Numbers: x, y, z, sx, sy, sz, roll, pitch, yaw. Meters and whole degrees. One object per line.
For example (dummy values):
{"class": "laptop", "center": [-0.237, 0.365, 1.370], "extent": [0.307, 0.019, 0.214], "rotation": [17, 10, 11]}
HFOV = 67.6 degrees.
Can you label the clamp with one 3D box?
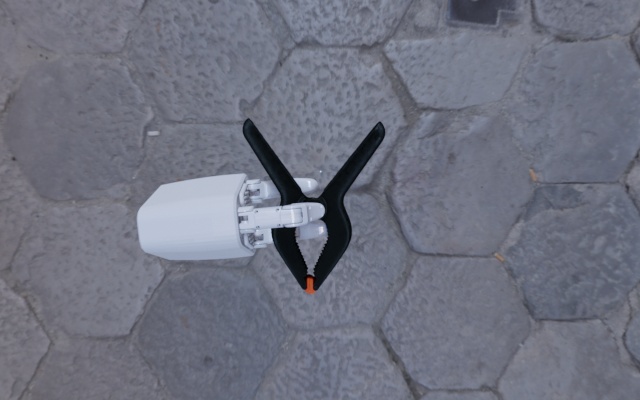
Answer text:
{"class": "clamp", "center": [0.000, 0.002, 0.559], "extent": [0.164, 0.210, 0.036], "rotation": [-5, 4, 2]}
